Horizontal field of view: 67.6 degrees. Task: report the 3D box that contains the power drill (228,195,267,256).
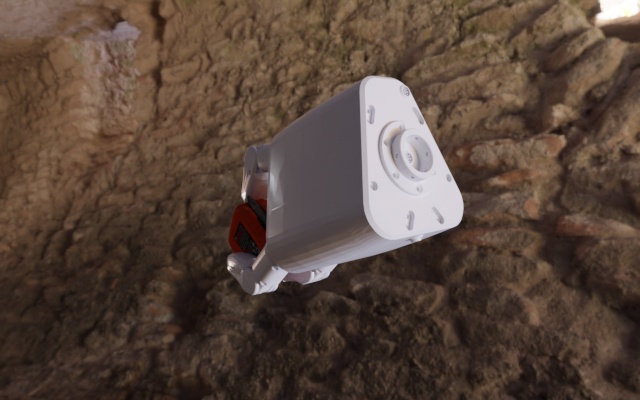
[{"bbox_3d":[0.000,0.002,0.478,0.187,0.057,0.184,-34,-11,-24],"label":"power drill"}]
